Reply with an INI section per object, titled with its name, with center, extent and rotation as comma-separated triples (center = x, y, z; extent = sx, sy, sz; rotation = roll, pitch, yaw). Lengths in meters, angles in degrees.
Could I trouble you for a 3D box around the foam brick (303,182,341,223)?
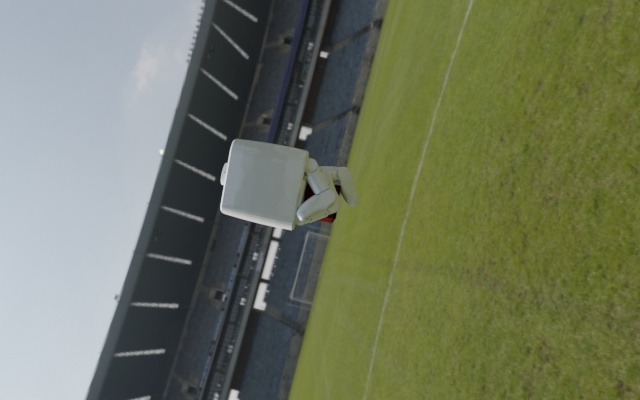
[foam brick]
center = 0.000, 0.003, 0.735
extent = 0.051, 0.053, 0.078
rotation = 9, -7, -1
